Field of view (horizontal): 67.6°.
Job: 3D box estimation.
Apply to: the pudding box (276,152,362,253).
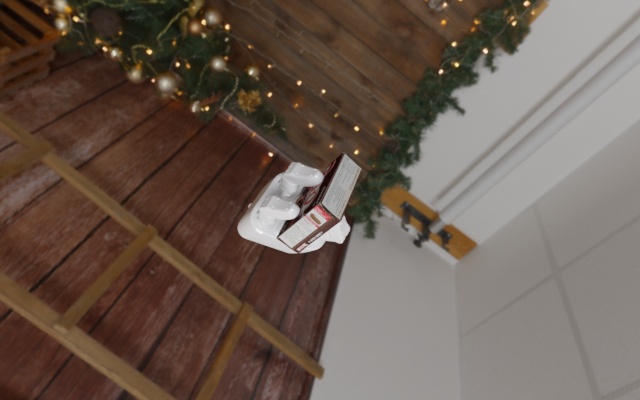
[{"bbox_3d":[0.000,0.002,0.600,0.039,0.113,0.090,38,-50,-14],"label":"pudding box"}]
